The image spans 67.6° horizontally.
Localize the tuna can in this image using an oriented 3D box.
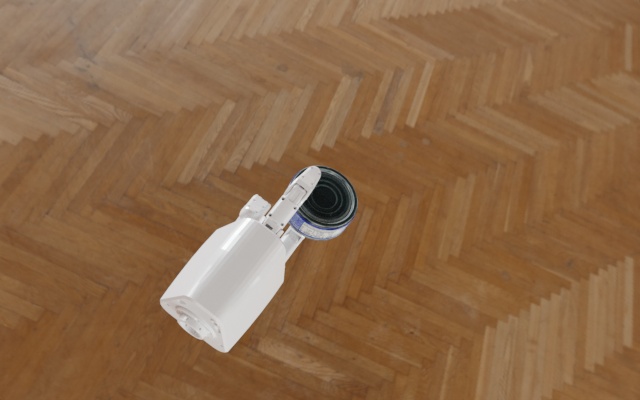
[{"bbox_3d":[0.000,0.002,0.563,0.086,0.086,0.034,0,-28,-22],"label":"tuna can"}]
